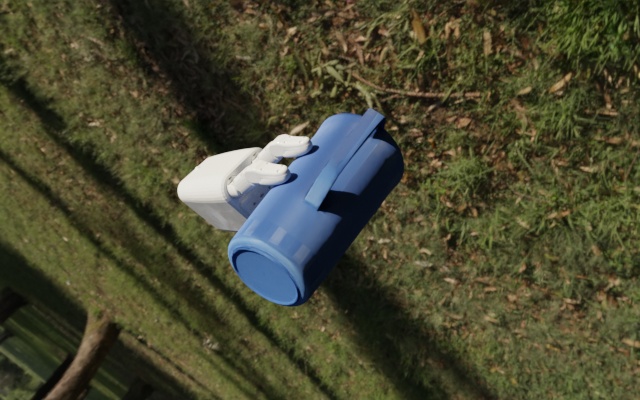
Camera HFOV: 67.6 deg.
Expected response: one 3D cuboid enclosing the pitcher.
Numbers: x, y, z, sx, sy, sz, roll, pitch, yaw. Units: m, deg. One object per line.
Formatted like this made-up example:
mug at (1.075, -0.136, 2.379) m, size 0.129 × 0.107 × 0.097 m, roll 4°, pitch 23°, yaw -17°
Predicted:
pitcher at (0.000, 0.002, 0.585) m, size 0.145 × 0.149 × 0.242 m, roll 0°, pitch 39°, yaw 39°
